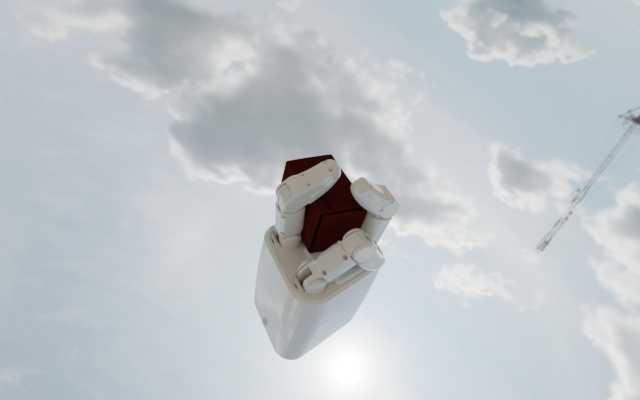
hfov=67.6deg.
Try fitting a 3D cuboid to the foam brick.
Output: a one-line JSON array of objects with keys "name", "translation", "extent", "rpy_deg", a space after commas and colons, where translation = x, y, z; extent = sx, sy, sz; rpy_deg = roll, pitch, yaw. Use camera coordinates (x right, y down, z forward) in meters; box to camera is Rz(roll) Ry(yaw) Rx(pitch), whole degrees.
[{"name": "foam brick", "translation": [0.000, 0.001, 0.456], "extent": [0.053, 0.051, 0.078], "rpy_deg": [-9, 47, -27]}]
